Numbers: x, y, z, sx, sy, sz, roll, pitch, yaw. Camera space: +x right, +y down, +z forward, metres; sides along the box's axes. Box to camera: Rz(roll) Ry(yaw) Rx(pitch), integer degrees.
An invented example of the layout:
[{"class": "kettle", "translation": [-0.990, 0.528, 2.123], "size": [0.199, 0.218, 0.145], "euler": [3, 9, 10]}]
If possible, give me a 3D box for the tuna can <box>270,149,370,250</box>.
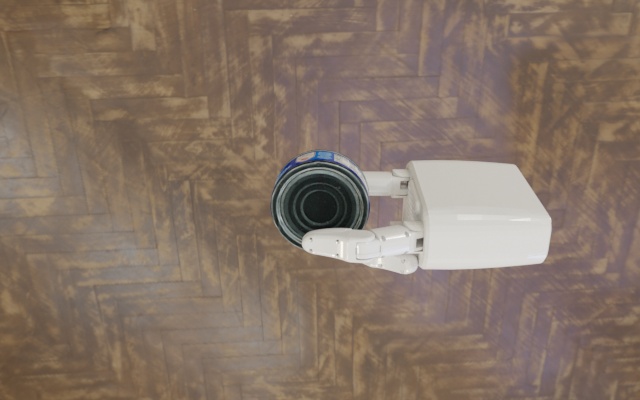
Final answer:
[{"class": "tuna can", "translation": [0.000, 0.002, 0.414], "size": [0.086, 0.086, 0.033], "euler": [0, 21, 2]}]
